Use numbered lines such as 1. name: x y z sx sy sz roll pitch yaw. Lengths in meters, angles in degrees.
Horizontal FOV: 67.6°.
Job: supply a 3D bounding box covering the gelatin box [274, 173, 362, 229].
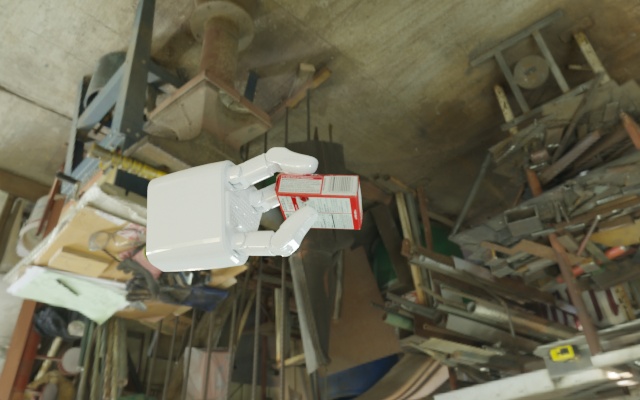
1. gelatin box: 0.000 0.002 0.528 0.089 0.030 0.073 2 -31 10
